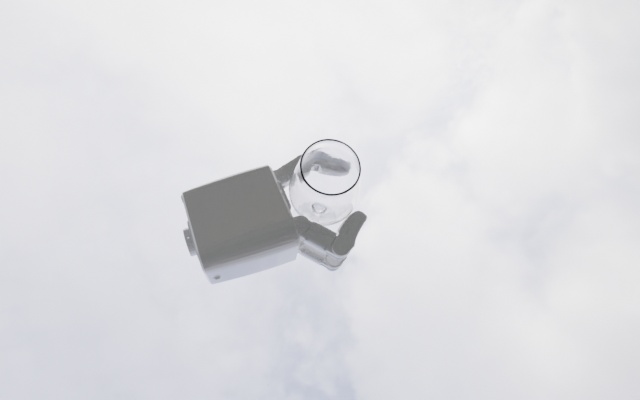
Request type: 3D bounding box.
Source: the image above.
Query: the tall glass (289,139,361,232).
[{"bbox_3d":[0.000,0.002,0.563,0.079,0.079,0.201,0,-21,-6],"label":"tall glass"}]
